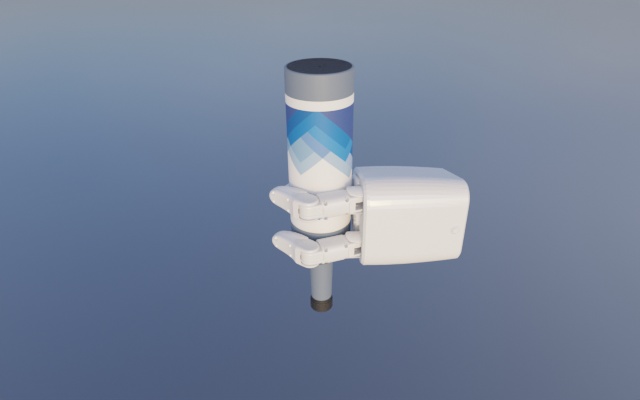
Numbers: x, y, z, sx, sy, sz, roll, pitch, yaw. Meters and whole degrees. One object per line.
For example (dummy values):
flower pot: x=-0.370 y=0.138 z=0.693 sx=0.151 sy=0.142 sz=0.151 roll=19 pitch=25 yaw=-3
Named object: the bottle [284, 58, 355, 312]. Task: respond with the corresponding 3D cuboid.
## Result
bottle: x=0.000 y=0.001 z=0.520 sx=0.069 sy=0.296 sz=0.069 roll=0 pitch=30 yaw=0
